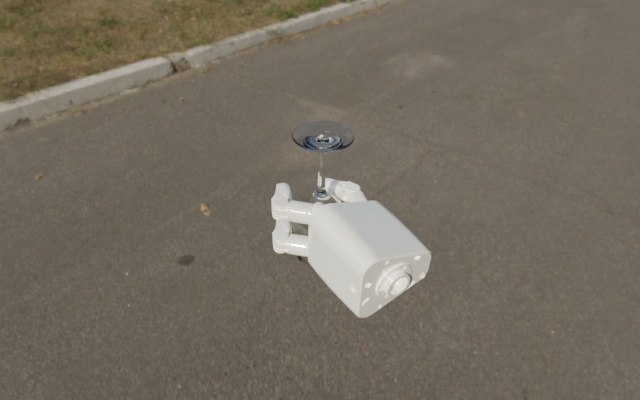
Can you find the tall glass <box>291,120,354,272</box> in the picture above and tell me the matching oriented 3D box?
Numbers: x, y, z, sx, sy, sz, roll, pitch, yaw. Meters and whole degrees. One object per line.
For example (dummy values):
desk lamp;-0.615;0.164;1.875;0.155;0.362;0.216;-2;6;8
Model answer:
tall glass;0.000;0.001;0.626;0.079;0.201;0.079;2;37;-1
